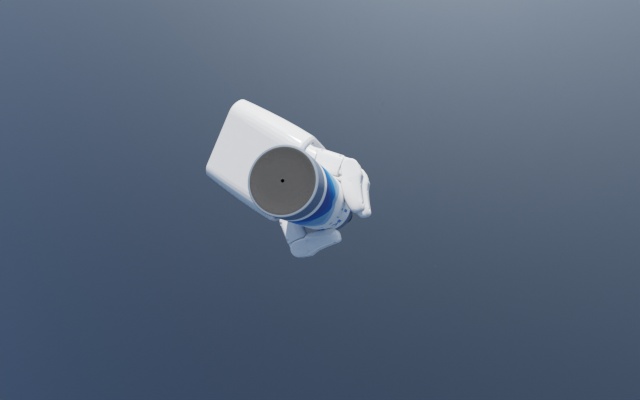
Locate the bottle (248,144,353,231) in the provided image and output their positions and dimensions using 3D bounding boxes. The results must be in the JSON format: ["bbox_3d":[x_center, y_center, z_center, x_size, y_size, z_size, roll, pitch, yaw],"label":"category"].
[{"bbox_3d":[0.000,0.002,0.565,0.069,0.069,0.296,0,-8,13],"label":"bottle"}]
